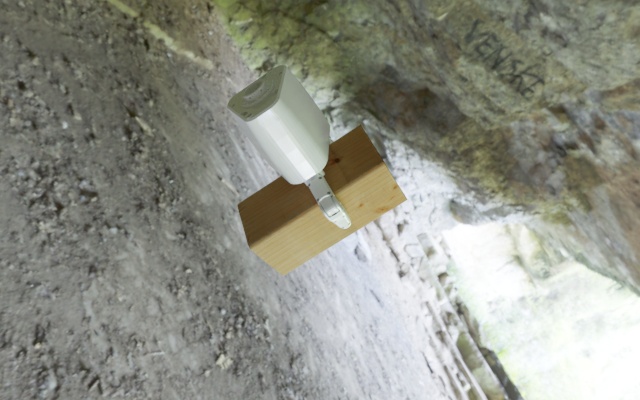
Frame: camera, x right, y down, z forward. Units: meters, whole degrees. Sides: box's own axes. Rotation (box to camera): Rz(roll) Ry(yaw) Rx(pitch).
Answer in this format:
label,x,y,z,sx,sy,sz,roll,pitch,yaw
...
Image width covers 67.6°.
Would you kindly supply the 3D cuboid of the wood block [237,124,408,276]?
label,x,y,z,sx,sy,sz,roll,pitch,yaw
wood block,0.000,0.002,0.661,0.206,0.090,0.090,-32,-44,9
